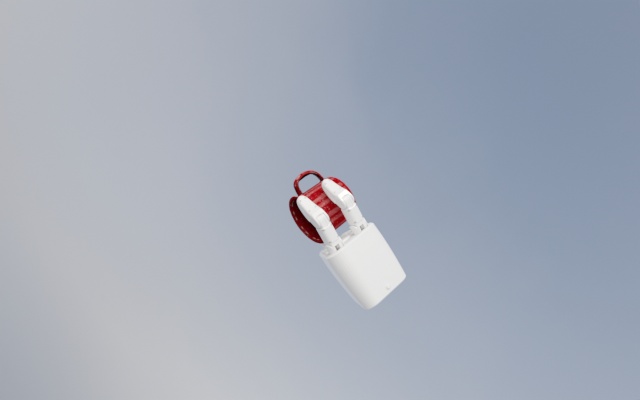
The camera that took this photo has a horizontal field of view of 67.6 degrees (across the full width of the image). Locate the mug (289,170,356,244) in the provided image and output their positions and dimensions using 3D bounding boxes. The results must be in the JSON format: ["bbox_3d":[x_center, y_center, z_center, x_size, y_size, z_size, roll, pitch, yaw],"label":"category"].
[{"bbox_3d":[-0.001,0.001,0.809,0.081,0.117,0.093,-36,6,-27],"label":"mug"}]
